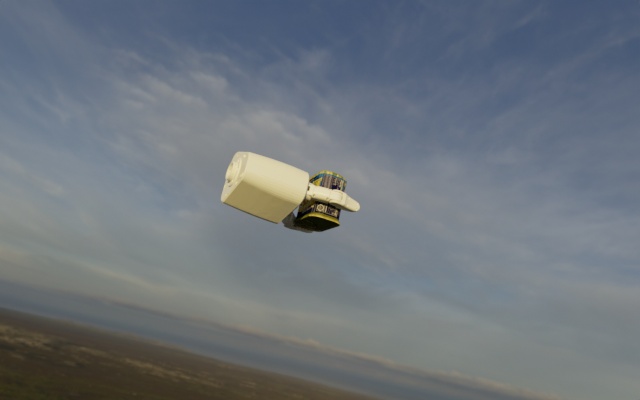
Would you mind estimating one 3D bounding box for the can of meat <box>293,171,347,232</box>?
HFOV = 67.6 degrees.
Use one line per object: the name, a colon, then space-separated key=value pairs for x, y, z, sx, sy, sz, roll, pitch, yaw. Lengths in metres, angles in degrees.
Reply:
can of meat: x=0.000 y=0.002 z=0.833 sx=0.057 sy=0.084 sz=0.102 roll=19 pitch=-19 yaw=-21
